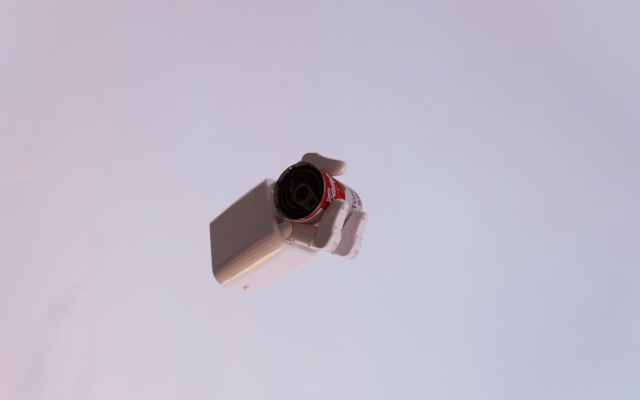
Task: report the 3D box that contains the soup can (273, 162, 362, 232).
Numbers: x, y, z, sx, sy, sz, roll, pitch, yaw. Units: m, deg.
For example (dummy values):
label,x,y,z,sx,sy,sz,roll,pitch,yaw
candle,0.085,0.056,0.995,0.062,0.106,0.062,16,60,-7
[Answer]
label,x,y,z,sx,sy,sz,roll,pitch,yaw
soup can,0.001,0.002,0.575,0.068,0.068,0.102,0,-14,31
